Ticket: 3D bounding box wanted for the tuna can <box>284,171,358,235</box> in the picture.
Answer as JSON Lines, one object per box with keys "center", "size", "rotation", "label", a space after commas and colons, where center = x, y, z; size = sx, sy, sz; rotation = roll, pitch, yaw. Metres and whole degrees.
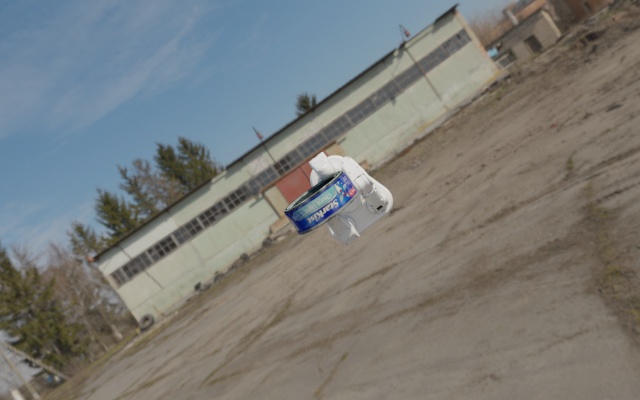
{"center": [0.000, 0.001, 0.559], "size": [0.086, 0.034, 0.086], "rotation": [-34, 7, 5], "label": "tuna can"}
